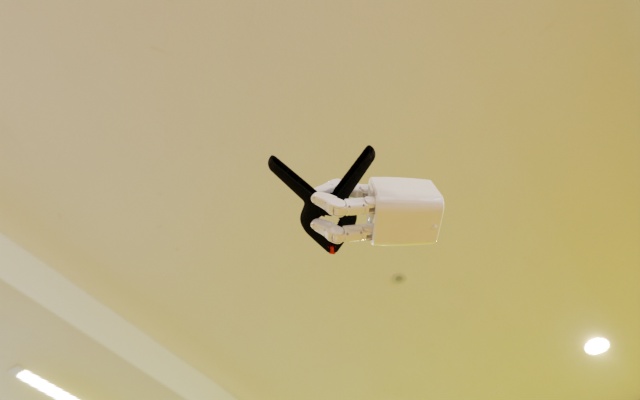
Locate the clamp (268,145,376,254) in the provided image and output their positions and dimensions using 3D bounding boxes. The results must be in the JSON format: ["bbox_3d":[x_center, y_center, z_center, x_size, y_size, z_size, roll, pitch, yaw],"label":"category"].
[{"bbox_3d":[0.000,0.003,0.783,0.164,0.210,0.036,0,37,-1],"label":"clamp"}]
